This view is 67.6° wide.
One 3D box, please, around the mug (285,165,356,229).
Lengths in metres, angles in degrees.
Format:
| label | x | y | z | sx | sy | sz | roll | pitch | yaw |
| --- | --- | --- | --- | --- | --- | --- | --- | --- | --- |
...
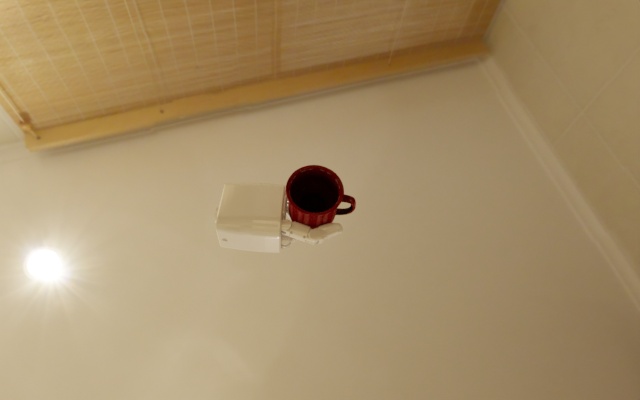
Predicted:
| label | x | y | z | sx | sy | sz | roll | pitch | yaw |
| --- | --- | --- | --- | --- | --- | --- | --- | --- | --- |
| mug | 0.002 | 0.003 | 0.792 | 0.117 | 0.093 | 0.081 | 5 | -28 | -2 |
